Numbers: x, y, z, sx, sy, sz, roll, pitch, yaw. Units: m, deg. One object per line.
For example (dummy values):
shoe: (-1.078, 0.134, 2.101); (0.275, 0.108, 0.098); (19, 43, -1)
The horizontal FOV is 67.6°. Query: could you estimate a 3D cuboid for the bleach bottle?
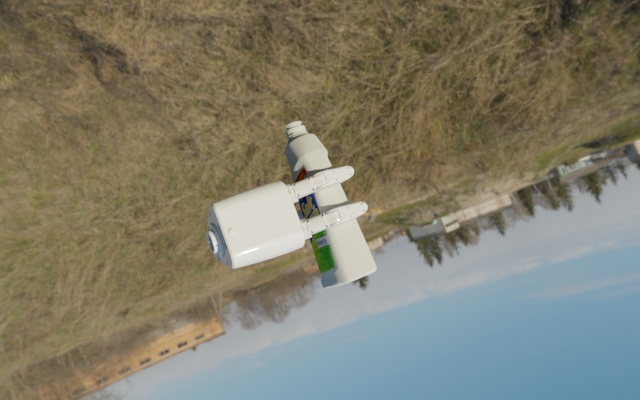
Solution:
bleach bottle: (0.000, 0.002, 0.725); (0.068, 0.251, 0.102); (-18, -7, -25)
